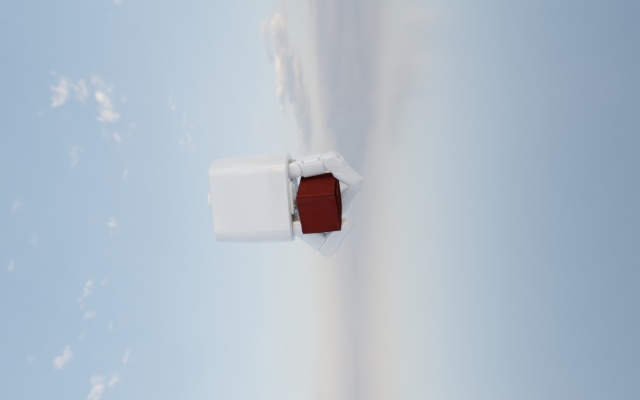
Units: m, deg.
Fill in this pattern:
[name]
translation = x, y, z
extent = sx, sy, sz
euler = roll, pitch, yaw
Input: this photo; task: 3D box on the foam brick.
[foam brick]
translation = 0.000, 0.002, 0.620
extent = 0.051, 0.053, 0.078
euler = -5, 24, 6
